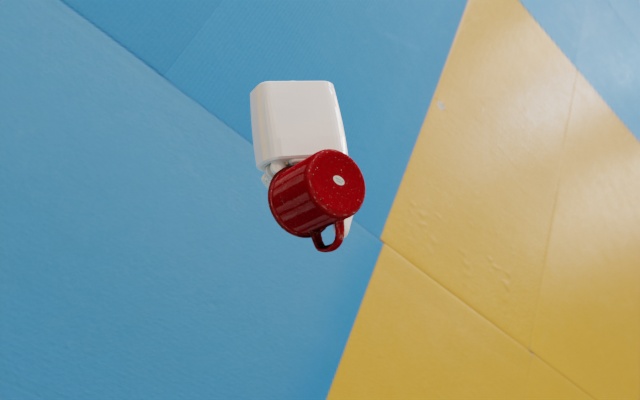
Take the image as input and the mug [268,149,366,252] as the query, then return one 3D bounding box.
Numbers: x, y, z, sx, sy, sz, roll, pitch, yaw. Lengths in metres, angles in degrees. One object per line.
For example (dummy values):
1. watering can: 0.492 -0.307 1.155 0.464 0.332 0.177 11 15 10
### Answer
1. mug: 0.000 0.003 0.553 0.093 0.117 0.081 -3 -14 -35
